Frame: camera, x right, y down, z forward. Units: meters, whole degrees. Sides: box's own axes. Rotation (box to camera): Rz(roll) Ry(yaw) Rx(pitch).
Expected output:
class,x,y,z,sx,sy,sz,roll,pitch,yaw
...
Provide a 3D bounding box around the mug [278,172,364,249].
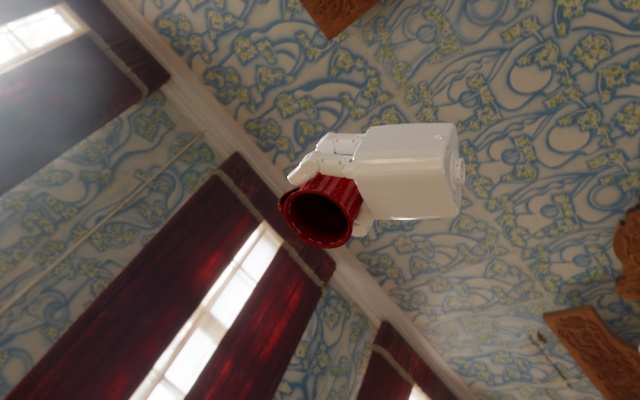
class,x,y,z,sx,sy,sz,roll,pitch,yaw
mug,-0.001,0.002,0.634,0.117,0.093,0.081,1,35,26
